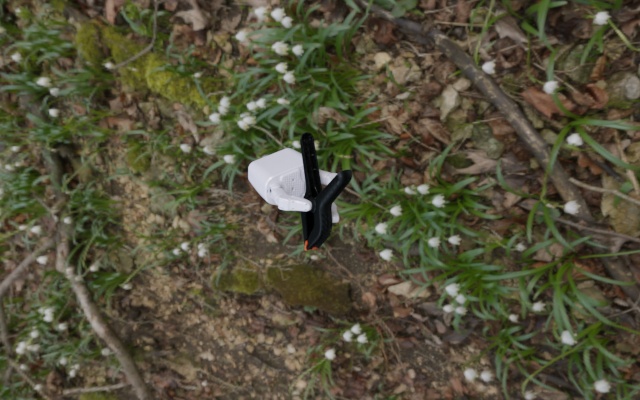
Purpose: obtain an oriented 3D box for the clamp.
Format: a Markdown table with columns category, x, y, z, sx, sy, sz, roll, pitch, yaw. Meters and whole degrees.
| category | x | y | z | sx | sy | sz | roll | pitch | yaw |
| --- | --- | --- | --- | --- | --- | --- | --- | --- | --- |
| clamp | -0.001 | 0.003 | 0.836 | 0.036 | 0.210 | 0.164 | -7 | 26 | -25 |
